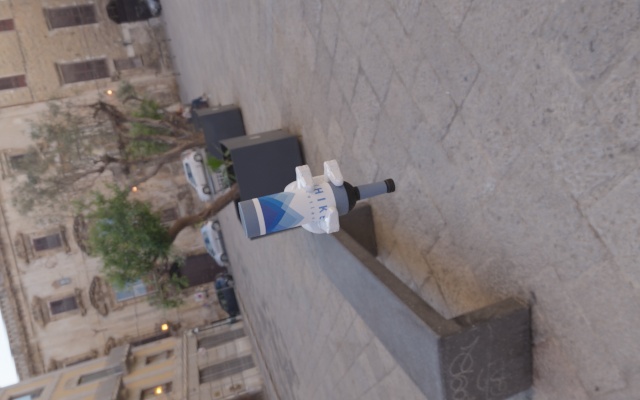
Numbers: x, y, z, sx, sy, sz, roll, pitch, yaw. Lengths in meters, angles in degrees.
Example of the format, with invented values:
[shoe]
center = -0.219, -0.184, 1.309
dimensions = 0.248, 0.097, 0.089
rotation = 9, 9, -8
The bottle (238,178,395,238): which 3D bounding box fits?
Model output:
[bottle]
center = 0.000, 0.003, 0.887
dimensions = 0.295, 0.069, 0.069
rotation = -13, 3, -14
